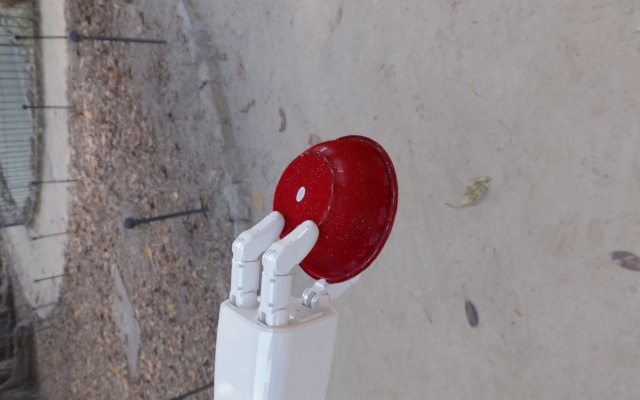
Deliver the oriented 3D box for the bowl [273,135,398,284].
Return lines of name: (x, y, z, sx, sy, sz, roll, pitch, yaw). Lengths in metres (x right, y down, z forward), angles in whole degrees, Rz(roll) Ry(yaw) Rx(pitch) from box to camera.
bowl: (0.000, 0.000, 0.492, 0.055, 0.162, 0.162, 18, -12, -40)
